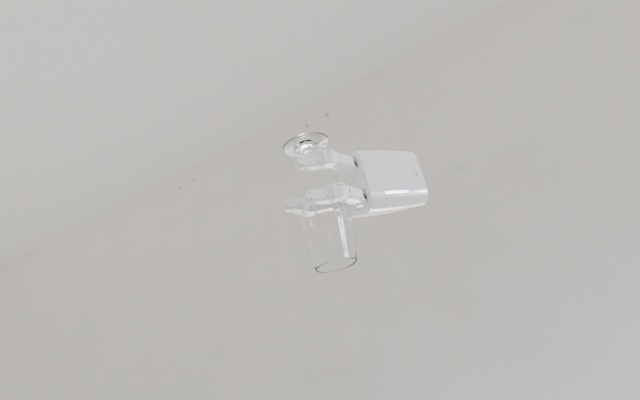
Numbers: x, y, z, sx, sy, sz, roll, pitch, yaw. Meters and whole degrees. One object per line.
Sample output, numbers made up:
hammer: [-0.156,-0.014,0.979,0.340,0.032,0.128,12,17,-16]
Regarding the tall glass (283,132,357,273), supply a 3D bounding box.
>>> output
tall glass: [0.000,0.002,0.711,0.079,0.201,0.079,-12,-22,-5]
